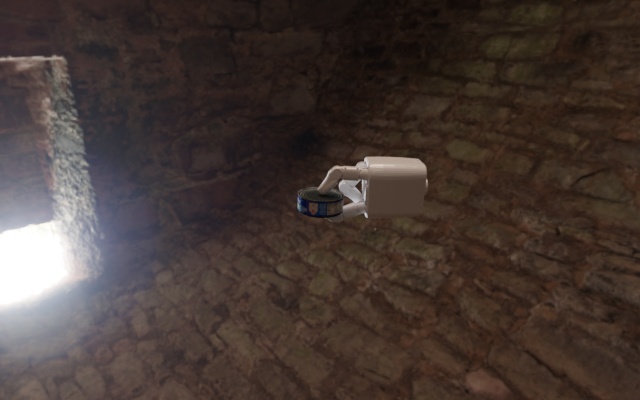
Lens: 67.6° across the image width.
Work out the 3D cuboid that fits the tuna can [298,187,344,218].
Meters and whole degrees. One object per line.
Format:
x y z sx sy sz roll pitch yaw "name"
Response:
0.000 0.003 0.882 0.086 0.034 0.086 3 18 -1 "tuna can"
